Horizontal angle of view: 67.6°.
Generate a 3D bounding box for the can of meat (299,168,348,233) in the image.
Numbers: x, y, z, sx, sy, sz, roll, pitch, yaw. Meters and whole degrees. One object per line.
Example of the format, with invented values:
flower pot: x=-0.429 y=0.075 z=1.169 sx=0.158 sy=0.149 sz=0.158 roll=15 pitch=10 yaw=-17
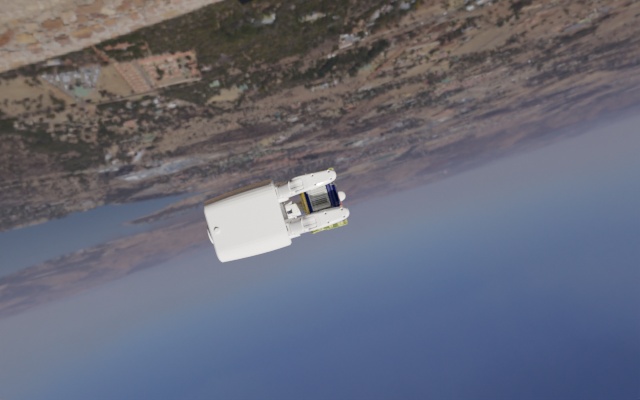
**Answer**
can of meat: x=0.000 y=0.003 z=0.714 sx=0.057 sy=0.084 sz=0.102 roll=-16 pitch=-2 yaw=-5
